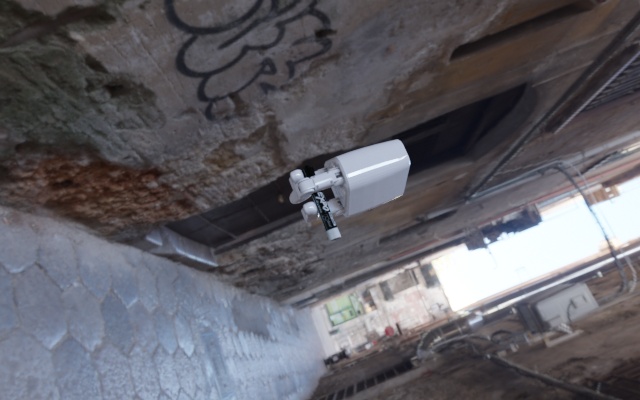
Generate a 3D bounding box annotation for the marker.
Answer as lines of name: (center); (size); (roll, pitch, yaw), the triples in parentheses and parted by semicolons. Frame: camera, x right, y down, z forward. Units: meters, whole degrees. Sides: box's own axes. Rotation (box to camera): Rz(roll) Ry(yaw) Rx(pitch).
marker: (0.000, 0.002, 0.714); (0.020, 0.121, 0.020); (-21, -12, -5)
